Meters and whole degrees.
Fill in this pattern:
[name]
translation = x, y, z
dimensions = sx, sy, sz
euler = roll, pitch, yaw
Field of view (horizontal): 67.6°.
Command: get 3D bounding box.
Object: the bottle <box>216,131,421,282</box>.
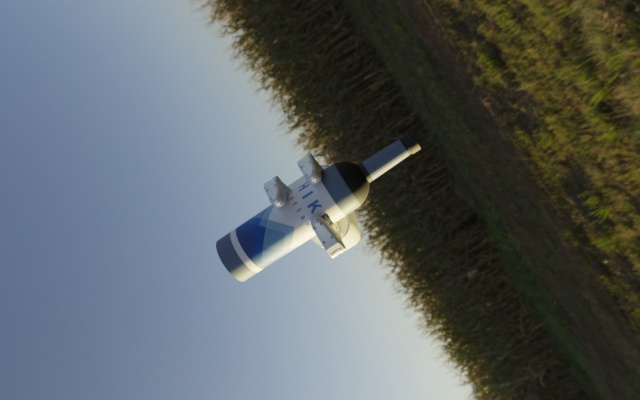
[bottle]
translation = 0.000, 0.002, 0.633
dimensions = 0.296, 0.069, 0.069
euler = -33, -5, 7
